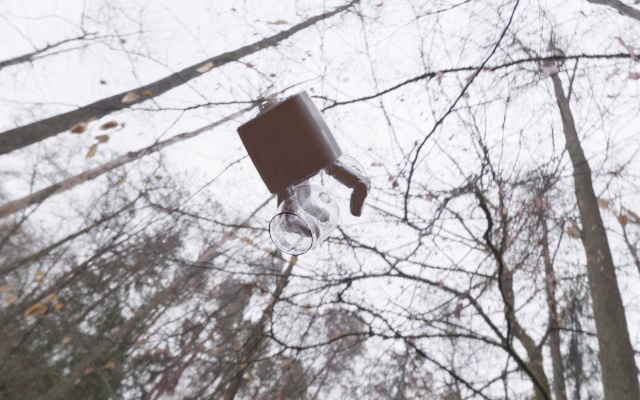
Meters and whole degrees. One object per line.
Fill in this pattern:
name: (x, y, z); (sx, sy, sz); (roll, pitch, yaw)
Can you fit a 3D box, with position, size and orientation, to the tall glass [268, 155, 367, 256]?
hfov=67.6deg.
tall glass: (0.000, 0.002, 0.675); (0.079, 0.079, 0.201); (0, 24, 24)
